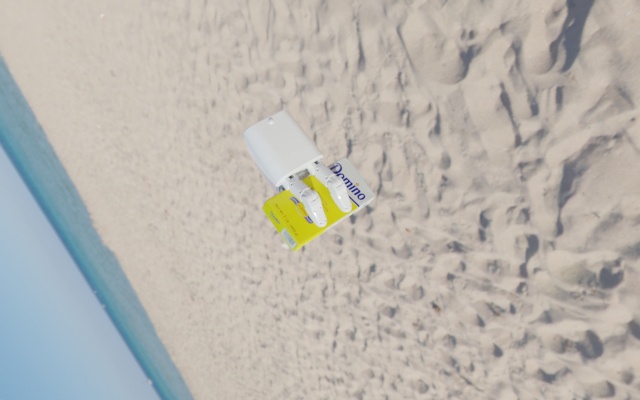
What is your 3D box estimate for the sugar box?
[{"bbox_3d":[0.000,0.002,0.809,0.176,0.093,0.048,-32,-8,-27],"label":"sugar box"}]
